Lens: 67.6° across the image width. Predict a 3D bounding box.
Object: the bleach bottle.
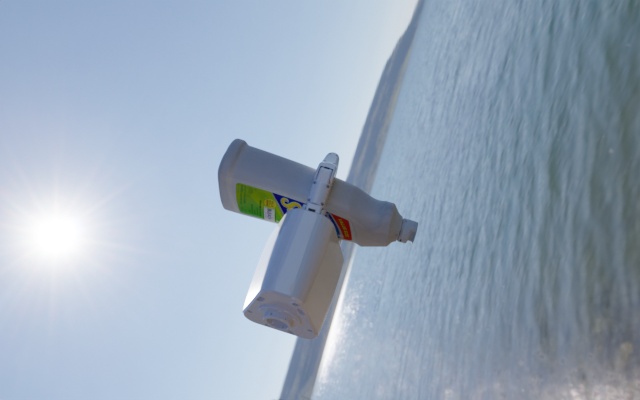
[{"bbox_3d":[0.000,0.002,0.607,0.251,0.068,0.103,16,-36,5],"label":"bleach bottle"}]
